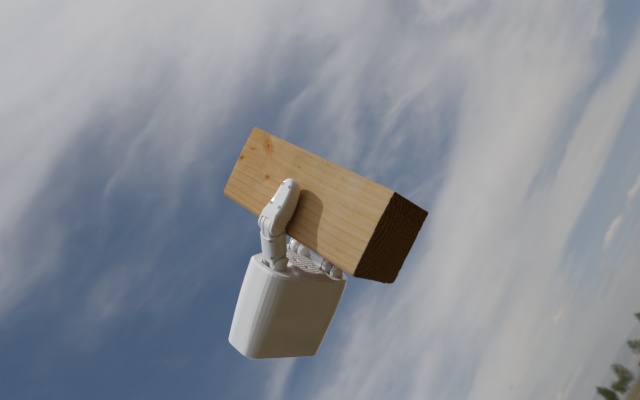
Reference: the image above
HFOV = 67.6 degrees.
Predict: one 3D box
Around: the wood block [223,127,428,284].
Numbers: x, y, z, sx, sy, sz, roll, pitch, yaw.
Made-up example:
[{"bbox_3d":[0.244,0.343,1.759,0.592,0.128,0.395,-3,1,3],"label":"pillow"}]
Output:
[{"bbox_3d":[0.000,0.002,0.534,0.206,0.090,0.091,28,3,36],"label":"wood block"}]
